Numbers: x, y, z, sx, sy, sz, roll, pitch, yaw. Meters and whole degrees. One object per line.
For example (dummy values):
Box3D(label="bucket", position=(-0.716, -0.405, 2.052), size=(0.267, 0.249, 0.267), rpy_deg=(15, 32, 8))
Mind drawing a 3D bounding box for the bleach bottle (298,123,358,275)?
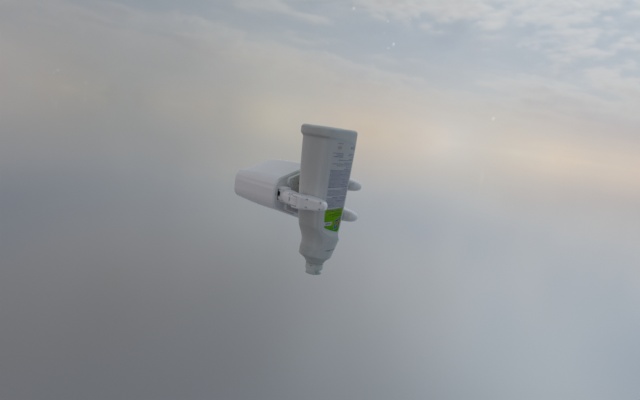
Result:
Box3D(label="bleach bottle", position=(0.000, 0.003, 0.800), size=(0.068, 0.251, 0.102), rpy_deg=(15, 12, 36))
